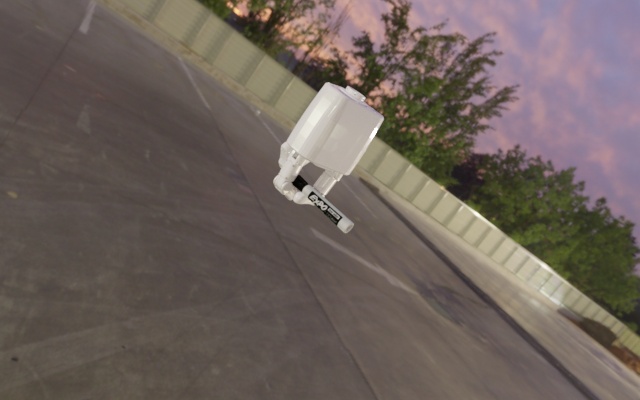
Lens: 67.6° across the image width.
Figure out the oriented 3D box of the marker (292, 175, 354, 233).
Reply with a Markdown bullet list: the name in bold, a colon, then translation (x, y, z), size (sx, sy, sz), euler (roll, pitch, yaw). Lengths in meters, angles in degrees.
- **marker**: translation (0.000, 0.002, 0.700), size (0.121, 0.020, 0.020), euler (42, 20, 24)
